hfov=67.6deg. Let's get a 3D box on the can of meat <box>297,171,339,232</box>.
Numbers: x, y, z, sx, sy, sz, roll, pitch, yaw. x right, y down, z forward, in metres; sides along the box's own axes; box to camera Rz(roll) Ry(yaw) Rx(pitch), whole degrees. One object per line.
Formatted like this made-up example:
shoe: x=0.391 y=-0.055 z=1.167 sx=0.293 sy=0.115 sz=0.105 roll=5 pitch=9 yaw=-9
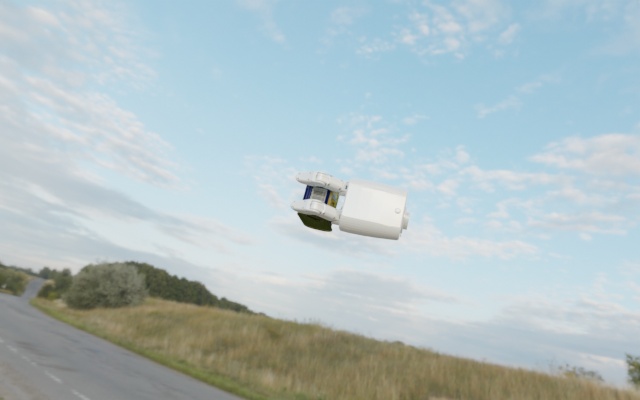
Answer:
can of meat: x=0.000 y=0.003 z=0.892 sx=0.057 sy=0.084 sz=0.102 roll=11 pitch=-17 yaw=13
